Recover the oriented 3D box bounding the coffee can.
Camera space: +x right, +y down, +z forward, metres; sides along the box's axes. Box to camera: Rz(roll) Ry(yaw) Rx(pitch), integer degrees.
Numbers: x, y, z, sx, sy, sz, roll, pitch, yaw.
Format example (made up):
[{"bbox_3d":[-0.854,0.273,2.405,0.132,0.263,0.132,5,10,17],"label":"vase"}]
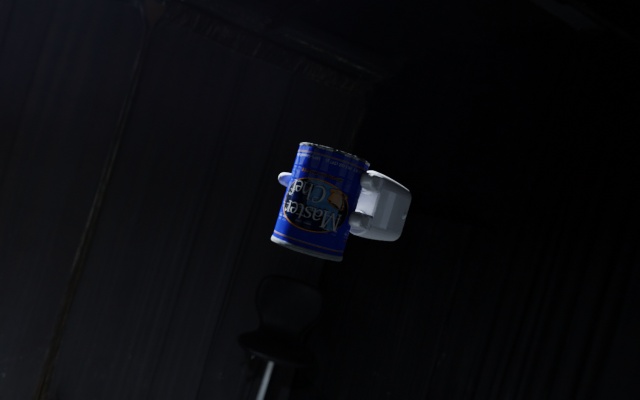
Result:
[{"bbox_3d":[0.000,0.002,0.663,0.103,0.140,0.103,17,-1,0],"label":"coffee can"}]
